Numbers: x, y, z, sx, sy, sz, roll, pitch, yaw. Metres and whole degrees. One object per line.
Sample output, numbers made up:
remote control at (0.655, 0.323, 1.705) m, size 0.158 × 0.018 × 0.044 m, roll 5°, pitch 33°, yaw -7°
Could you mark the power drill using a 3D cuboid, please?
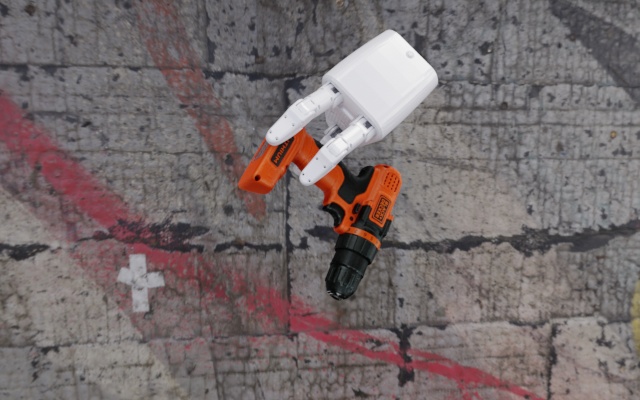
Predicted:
power drill at (0.000, 0.001, 0.570) m, size 0.188 × 0.184 × 0.057 m, roll 35°, pitch -26°, yaw -21°
